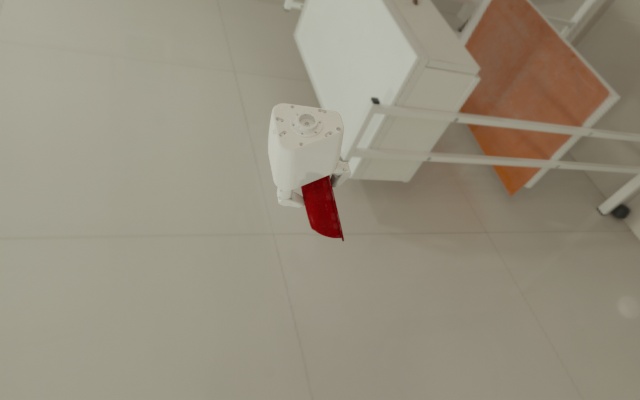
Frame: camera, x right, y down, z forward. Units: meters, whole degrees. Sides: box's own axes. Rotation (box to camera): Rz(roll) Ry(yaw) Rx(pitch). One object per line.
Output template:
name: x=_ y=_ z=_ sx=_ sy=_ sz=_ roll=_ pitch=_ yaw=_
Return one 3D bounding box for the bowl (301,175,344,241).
bowl: x=0.000 y=0.004 z=0.888 sx=0.055 sy=0.162 sz=0.162 roll=-13 pitch=0 yaw=2
